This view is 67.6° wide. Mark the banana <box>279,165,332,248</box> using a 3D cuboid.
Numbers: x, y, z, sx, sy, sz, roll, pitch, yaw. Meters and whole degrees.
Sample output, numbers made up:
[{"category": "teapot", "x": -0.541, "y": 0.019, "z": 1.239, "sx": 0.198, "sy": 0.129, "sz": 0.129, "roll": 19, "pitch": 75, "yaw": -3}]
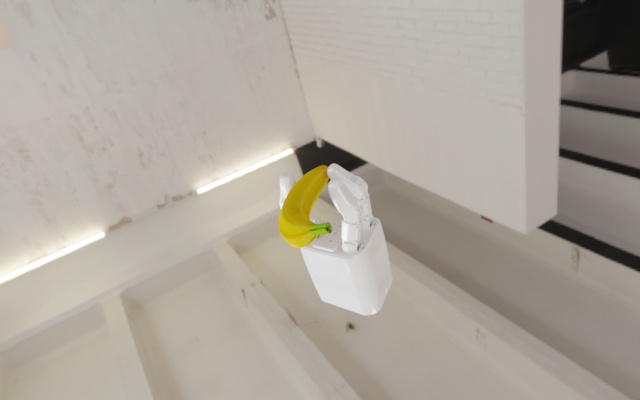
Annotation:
[{"category": "banana", "x": -0.018, "y": 0.009, "z": 0.591, "sx": 0.069, "sy": 0.037, "sz": 0.197, "roll": -18, "pitch": 24, "yaw": 7}]
